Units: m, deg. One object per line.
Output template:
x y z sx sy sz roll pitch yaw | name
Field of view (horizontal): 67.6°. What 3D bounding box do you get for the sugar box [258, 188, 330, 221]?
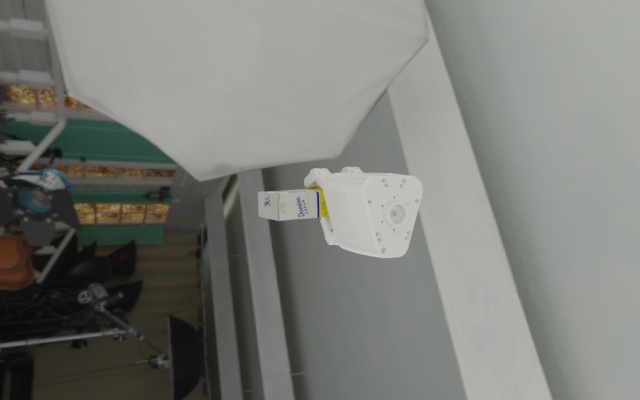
0.000 0.002 0.745 0.176 0.048 0.093 -1 3 -26 | sugar box
